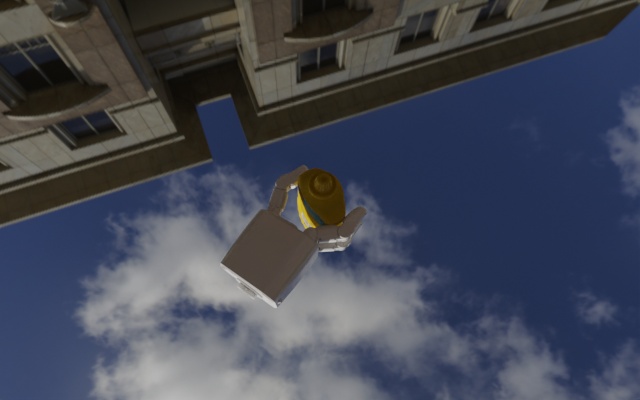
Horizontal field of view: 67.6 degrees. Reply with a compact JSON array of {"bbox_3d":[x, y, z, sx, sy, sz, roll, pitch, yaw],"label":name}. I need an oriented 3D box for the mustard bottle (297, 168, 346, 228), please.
[{"bbox_3d":[0.000,0.002,0.740,0.058,0.096,0.192,-29,-16,-11],"label":"mustard bottle"}]
